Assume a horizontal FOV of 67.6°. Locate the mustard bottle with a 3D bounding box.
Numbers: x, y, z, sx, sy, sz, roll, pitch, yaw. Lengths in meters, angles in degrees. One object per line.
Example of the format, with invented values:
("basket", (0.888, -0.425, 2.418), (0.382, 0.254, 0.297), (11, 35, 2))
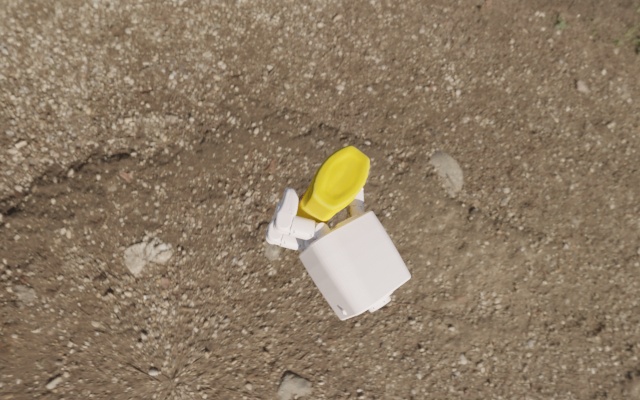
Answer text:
("mustard bottle", (0.000, 0.002, 0.659), (0.058, 0.096, 0.192), (36, -26, -2))
